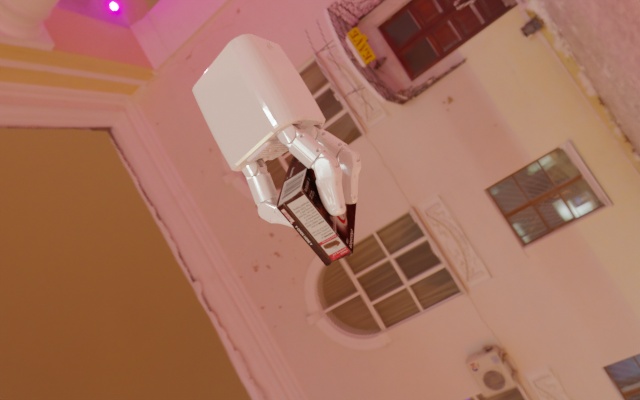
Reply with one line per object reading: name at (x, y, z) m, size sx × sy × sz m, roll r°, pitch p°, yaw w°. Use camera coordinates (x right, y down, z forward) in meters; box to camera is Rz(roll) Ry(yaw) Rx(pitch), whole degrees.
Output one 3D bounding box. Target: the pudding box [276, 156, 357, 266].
pudding box at (0.000, 0.002, 0.519) m, size 0.039 × 0.090 × 0.113 m, roll -29°, pitch 24°, yaw 24°
